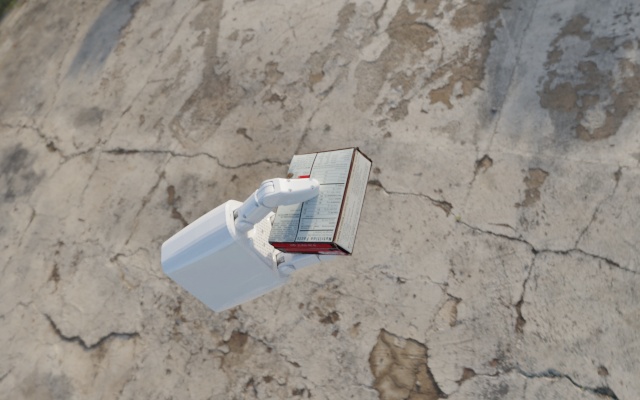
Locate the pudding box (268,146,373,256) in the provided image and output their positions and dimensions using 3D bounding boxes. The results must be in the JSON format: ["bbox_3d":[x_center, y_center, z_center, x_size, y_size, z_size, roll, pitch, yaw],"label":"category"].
[{"bbox_3d":[0.000,0.002,0.511,0.090,0.113,0.039,-2,-25,37],"label":"pudding box"}]
